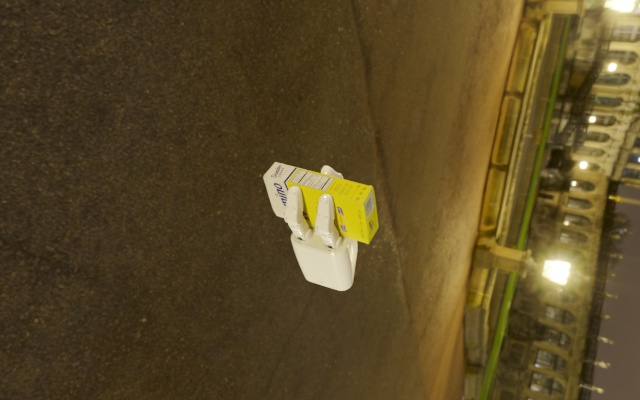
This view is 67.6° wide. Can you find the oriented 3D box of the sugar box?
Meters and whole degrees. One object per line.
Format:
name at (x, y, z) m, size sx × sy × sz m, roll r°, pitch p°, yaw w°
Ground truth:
sugar box at (0.000, 0.003, 0.751) m, size 0.176 × 0.093 × 0.048 m, roll 13°, pitch 49°, yaw 25°
